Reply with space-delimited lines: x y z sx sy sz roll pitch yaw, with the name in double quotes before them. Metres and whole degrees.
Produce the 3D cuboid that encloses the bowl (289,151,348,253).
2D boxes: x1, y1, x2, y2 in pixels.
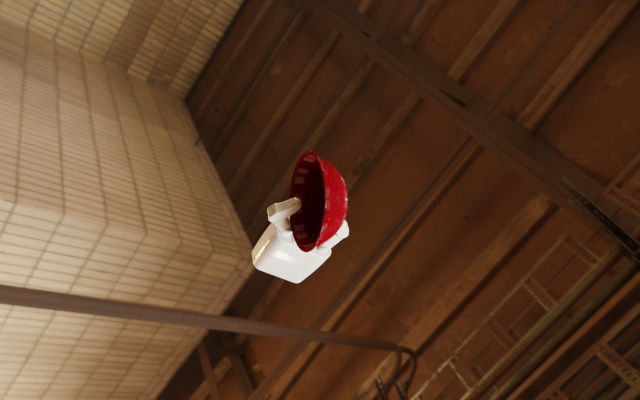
"bowl" 0.001 0.002 0.766 0.055 0.162 0.162 2 -1 -22
